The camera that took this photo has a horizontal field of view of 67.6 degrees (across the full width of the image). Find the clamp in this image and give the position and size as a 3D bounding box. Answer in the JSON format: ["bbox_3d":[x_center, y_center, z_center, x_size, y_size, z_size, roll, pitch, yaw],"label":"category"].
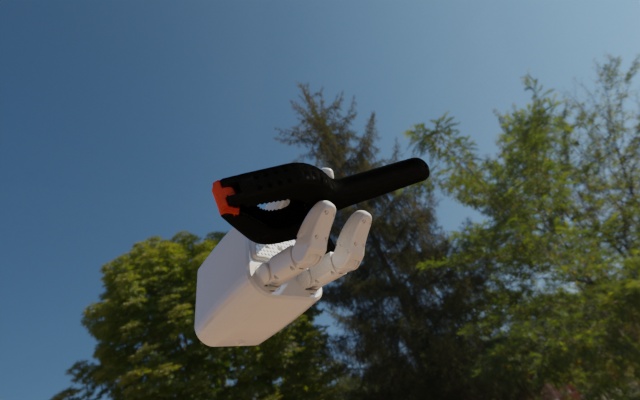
[{"bbox_3d":[-0.001,0.001,0.452,0.210,0.036,0.165,15,-53,-46],"label":"clamp"}]
